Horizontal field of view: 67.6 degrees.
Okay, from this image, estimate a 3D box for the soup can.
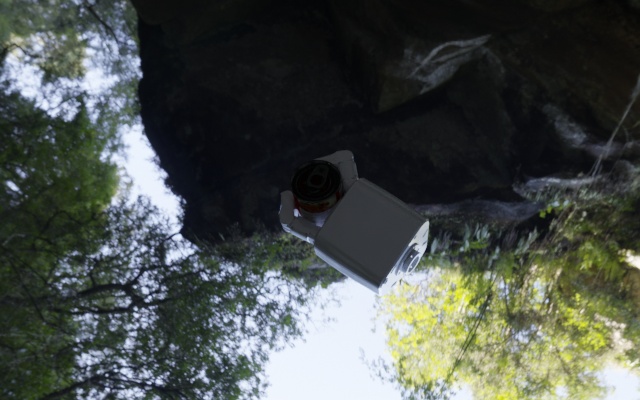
[{"bbox_3d":[0.000,0.002,0.652,0.068,0.068,0.102,0,-34,9],"label":"soup can"}]
